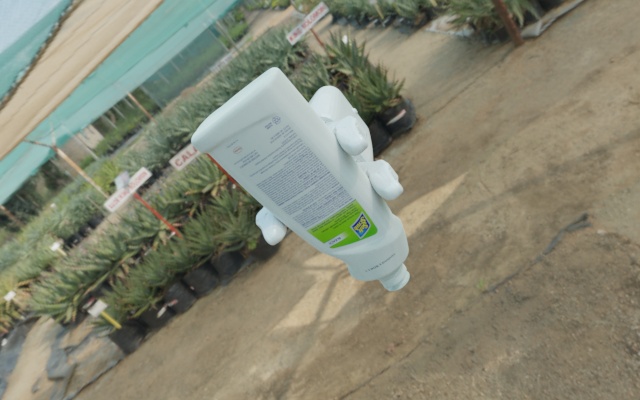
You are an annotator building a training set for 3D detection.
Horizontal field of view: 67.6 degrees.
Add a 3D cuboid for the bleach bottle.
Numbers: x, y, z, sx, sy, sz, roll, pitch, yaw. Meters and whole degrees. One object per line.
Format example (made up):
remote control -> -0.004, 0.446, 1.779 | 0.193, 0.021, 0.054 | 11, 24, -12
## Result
bleach bottle -> 0.000, 0.001, 0.463 | 0.102, 0.251, 0.068 | -31, 24, 22
